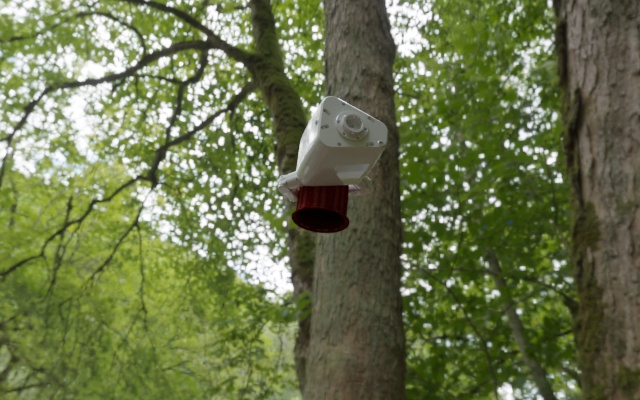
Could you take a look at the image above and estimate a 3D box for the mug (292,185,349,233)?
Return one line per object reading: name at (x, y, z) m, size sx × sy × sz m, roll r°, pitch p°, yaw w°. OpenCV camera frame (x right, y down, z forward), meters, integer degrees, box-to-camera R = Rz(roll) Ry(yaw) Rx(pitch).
mug at (0.000, 0.003, 0.791) m, size 0.093 × 0.081 × 0.117 m, roll 14°, pitch -29°, yaw -14°
